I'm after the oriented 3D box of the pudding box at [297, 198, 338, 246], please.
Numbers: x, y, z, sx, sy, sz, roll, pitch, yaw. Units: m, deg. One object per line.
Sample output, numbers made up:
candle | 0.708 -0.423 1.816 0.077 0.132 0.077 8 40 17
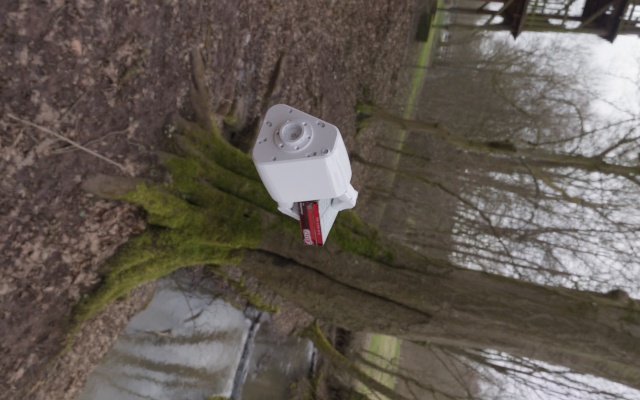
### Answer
pudding box | 0.000 0.002 0.751 0.039 0.090 0.113 9 39 17
